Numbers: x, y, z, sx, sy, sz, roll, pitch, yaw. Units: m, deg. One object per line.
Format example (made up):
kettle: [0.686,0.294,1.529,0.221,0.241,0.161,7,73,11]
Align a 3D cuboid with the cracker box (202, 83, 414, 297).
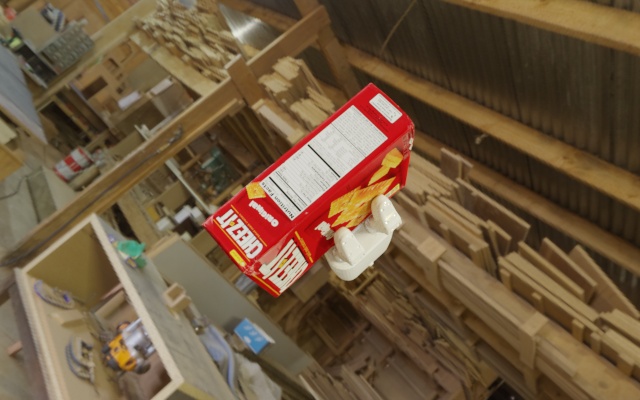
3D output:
cracker box: [0.000,0.001,0.512,0.213,0.072,0.164,-41,-18,-8]
